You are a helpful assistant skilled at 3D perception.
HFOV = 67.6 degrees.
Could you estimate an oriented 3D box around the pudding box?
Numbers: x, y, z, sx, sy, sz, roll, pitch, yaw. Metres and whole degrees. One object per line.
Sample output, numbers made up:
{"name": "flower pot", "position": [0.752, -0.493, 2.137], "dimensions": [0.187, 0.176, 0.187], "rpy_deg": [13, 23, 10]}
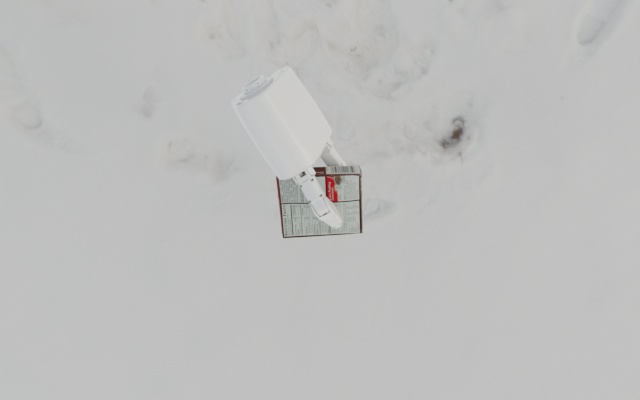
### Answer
{"name": "pudding box", "position": [0.000, 0.002, 0.648], "dimensions": [0.113, 0.090, 0.039], "rpy_deg": [-2, 22, 2]}
